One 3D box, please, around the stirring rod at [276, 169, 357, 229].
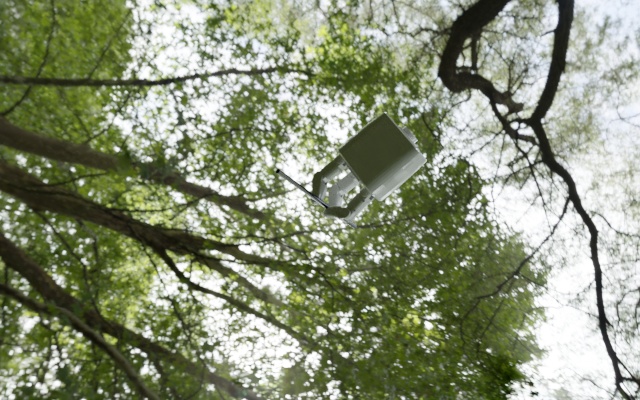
[{"bbox_3d":[0.000,0.003,0.822,0.011,0.011,0.240,0,-23,36],"label":"stirring rod"}]
